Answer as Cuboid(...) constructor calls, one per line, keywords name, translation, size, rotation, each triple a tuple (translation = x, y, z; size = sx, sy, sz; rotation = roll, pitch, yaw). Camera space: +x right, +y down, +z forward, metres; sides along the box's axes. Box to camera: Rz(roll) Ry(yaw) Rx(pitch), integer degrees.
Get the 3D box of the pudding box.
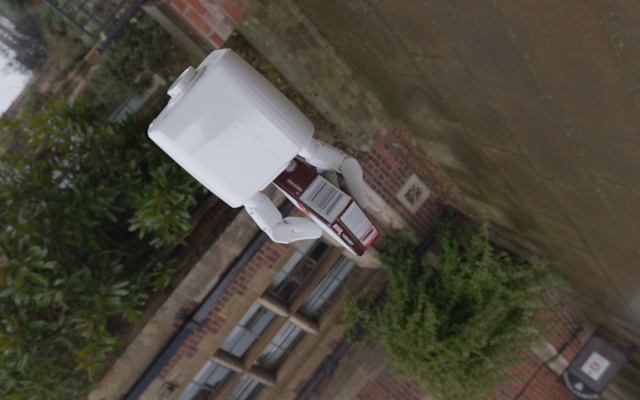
Cuboid(name="pudding box", translation=(0.000, 0.002, 0.499), size=(0.113, 0.039, 0.090), rotation=(39, -4, 35))
